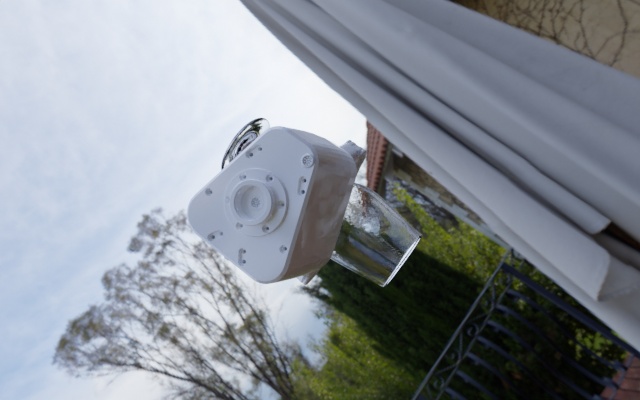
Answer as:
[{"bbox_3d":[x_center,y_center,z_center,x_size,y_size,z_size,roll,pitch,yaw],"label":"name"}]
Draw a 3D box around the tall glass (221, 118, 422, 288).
[{"bbox_3d":[0.000,0.001,0.475,0.201,0.079,0.079,36,10,14],"label":"tall glass"}]
